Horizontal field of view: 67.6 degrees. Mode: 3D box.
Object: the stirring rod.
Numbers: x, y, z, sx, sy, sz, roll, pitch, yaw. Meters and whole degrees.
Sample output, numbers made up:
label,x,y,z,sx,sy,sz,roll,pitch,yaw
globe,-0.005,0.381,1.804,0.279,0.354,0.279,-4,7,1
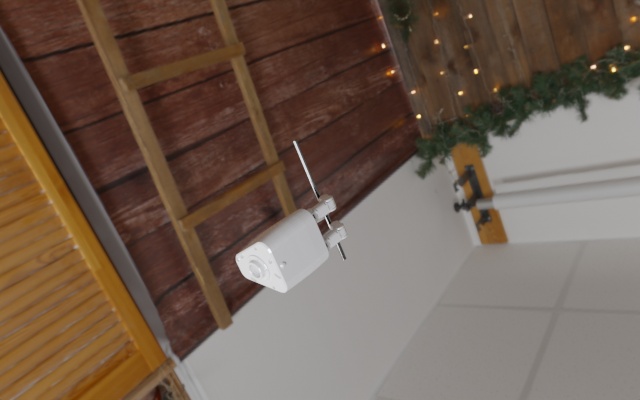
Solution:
label,x,y,z,sx,sy,sz,roll,pitch,yaw
stirring rod,0.000,0.003,0.862,0.011,0.239,0.011,-21,16,6
